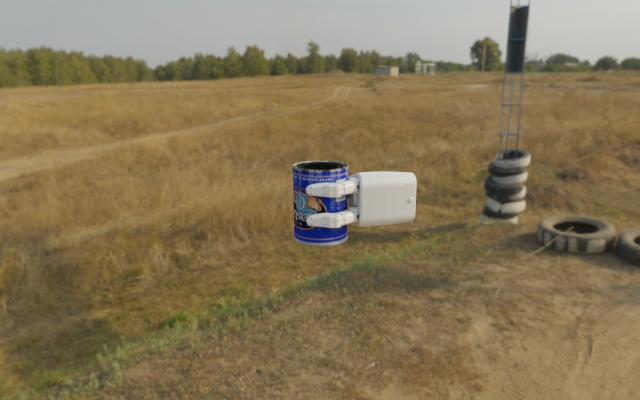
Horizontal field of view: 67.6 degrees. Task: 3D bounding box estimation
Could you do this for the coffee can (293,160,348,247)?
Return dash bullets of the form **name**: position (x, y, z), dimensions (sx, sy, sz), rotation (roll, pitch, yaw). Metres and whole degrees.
- **coffee can**: position (0.000, 0.003, 0.887), dimensions (0.103, 0.140, 0.102), rotation (0, 15, 0)
